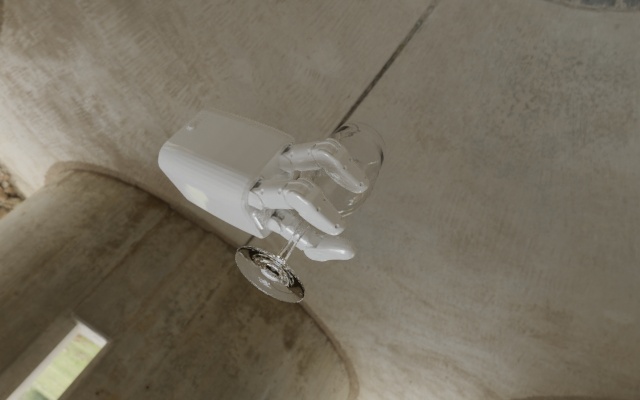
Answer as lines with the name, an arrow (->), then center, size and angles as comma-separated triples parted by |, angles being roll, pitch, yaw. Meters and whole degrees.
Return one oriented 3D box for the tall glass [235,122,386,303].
tall glass -> 0.000, 0.002, 0.487 | 0.079, 0.079, 0.201 | 0, 42, 40
